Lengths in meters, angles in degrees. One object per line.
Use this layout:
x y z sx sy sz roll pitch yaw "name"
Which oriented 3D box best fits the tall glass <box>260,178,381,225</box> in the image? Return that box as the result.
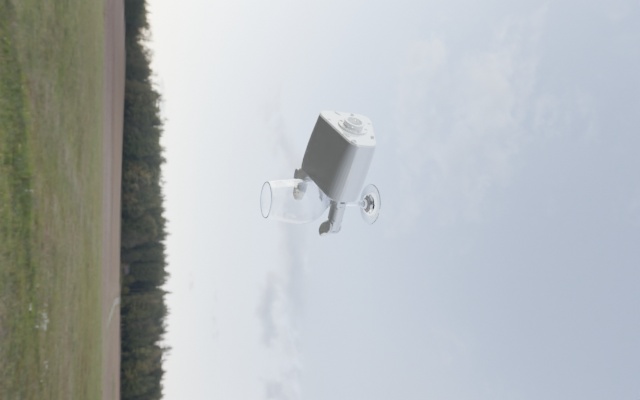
0.001 0.003 0.830 0.201 0.079 0.079 2 -1 -24 "tall glass"
